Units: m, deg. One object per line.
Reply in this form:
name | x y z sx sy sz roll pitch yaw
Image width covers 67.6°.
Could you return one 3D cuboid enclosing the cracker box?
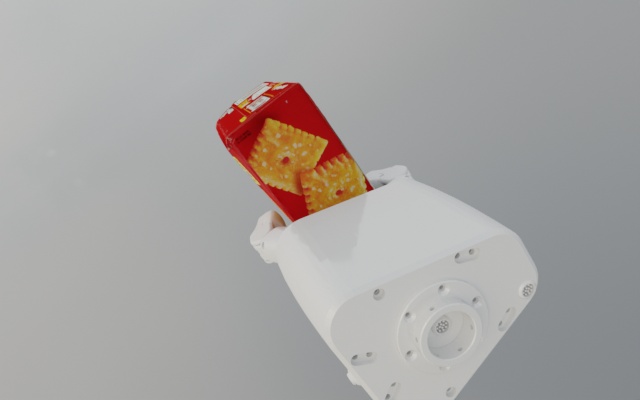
cracker box | 0.000 0.001 0.422 0.072 0.214 0.164 -38 20 -3
